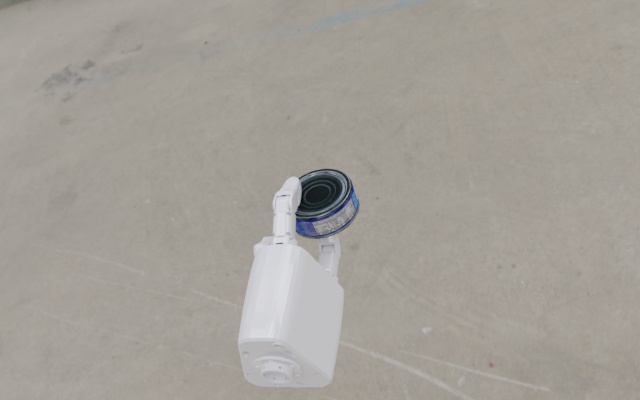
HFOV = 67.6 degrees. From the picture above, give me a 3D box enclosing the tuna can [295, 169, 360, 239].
[{"bbox_3d":[0.000,0.001,0.557,0.086,0.034,0.086,-13,41,12],"label":"tuna can"}]
